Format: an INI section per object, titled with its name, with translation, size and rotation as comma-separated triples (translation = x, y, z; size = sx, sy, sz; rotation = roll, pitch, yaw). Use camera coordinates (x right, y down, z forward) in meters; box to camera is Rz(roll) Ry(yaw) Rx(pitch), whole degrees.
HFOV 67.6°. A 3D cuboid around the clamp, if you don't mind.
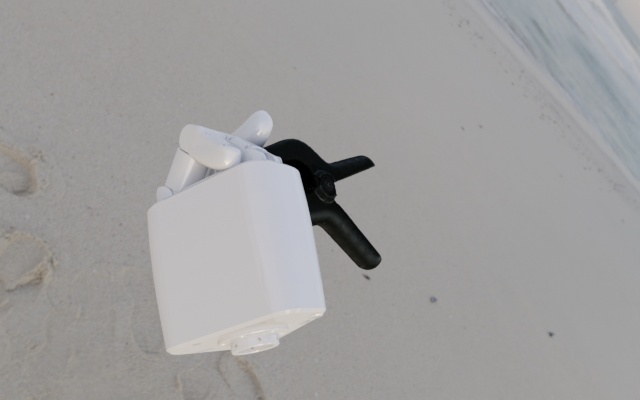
[clamp]
translation = 0.000, 0.001, 0.433
size = 0.171, 0.120, 0.039
rotation = 9, -30, -44
